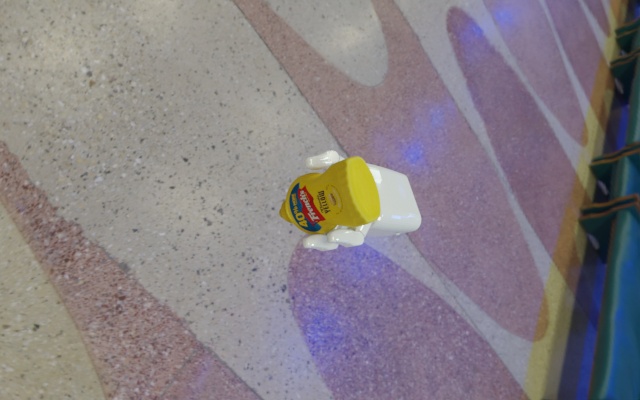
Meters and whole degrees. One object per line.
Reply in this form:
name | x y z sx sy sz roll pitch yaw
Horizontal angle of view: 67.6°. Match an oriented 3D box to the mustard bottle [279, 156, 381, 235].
mustard bottle | 0.000 0.002 0.727 0.058 0.096 0.191 -22 3 -42
